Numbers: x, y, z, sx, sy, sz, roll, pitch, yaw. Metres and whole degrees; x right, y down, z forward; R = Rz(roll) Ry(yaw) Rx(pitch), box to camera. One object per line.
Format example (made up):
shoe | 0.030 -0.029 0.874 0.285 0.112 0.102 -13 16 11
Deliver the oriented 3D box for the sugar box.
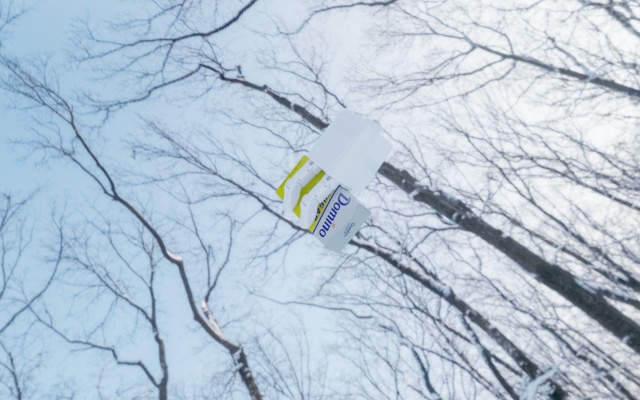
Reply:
sugar box | 0.000 0.002 0.836 0.048 0.093 0.176 31 10 -46
